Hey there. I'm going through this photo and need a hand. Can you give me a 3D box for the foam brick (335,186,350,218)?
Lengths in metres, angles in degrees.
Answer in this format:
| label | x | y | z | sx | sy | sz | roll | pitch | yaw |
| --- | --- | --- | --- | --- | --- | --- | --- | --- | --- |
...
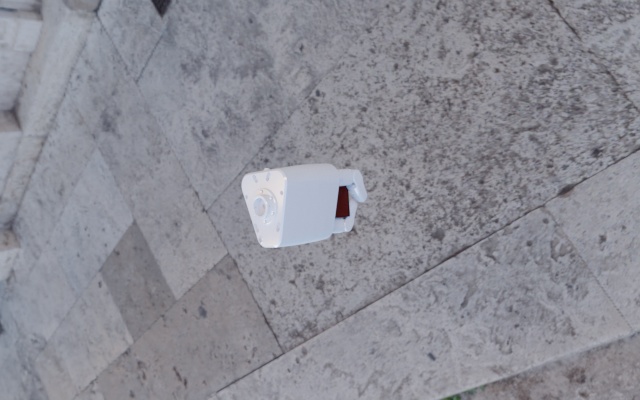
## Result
| label | x | y | z | sx | sy | sz | roll | pitch | yaw |
| --- | --- | --- | --- | --- | --- | --- | --- | --- | --- |
| foam brick | 0.000 | 0.003 | 0.750 | 0.078 | 0.053 | 0.051 | -7 | -4 | 42 |
